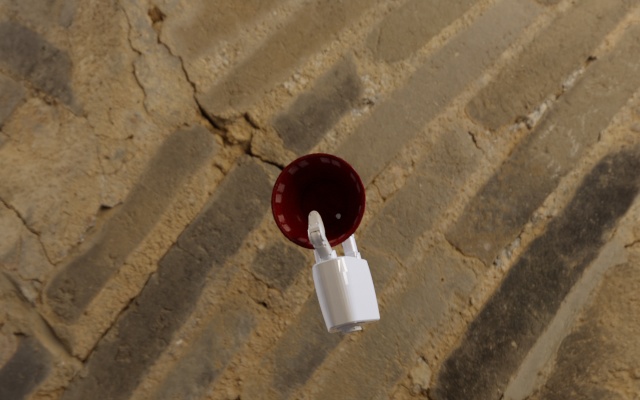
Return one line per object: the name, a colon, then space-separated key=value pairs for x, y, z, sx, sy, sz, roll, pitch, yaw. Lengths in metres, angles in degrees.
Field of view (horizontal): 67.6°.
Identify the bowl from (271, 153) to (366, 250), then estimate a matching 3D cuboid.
bowl: x=0.000 y=0.001 z=0.816 sx=0.162 sy=0.162 sz=0.055 roll=0 pitch=-4 yaw=12
